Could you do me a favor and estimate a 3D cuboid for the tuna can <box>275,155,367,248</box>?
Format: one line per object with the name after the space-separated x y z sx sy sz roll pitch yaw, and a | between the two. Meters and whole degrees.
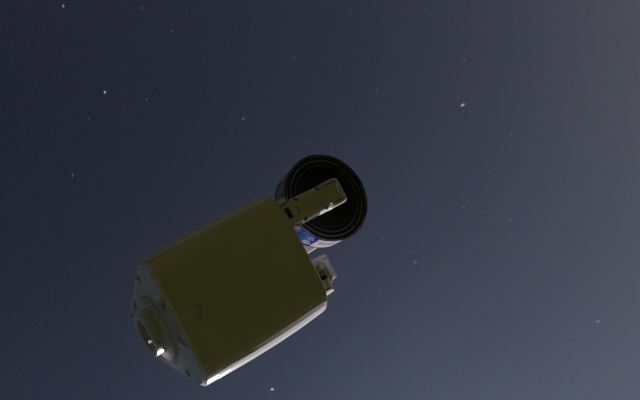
0.000 0.002 0.458 0.086 0.086 0.034 0 -19 -29 | tuna can
